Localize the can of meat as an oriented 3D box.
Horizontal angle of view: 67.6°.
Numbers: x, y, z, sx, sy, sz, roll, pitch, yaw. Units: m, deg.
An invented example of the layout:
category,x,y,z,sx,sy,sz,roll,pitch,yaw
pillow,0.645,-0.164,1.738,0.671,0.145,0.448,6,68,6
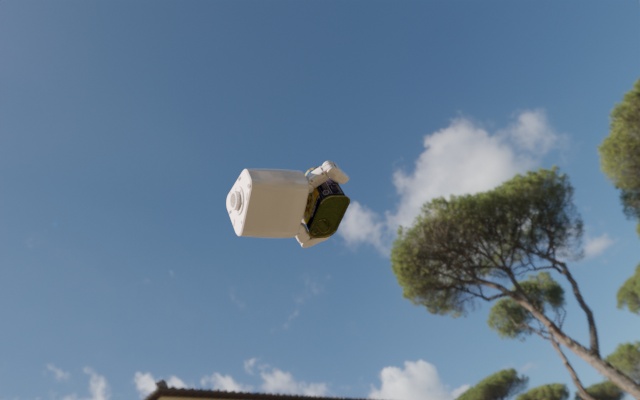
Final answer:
category,x,y,z,sx,sy,sz,roll,pitch,yaw
can of meat,0.000,0.003,0.858,0.057,0.102,0.084,-2,43,-29
